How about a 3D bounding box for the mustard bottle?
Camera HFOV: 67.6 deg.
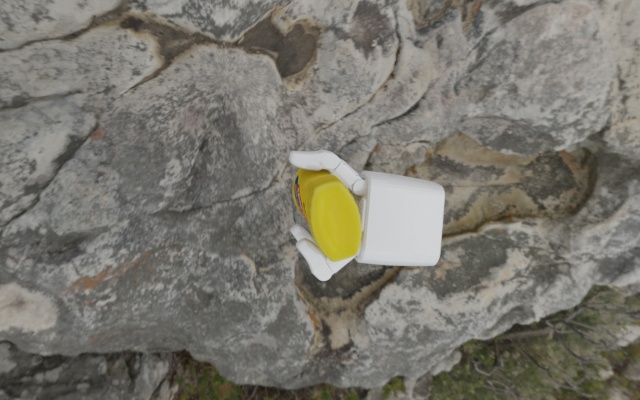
[{"bbox_3d":[0.000,0.002,0.618,0.058,0.096,0.191,-18,17,-6],"label":"mustard bottle"}]
